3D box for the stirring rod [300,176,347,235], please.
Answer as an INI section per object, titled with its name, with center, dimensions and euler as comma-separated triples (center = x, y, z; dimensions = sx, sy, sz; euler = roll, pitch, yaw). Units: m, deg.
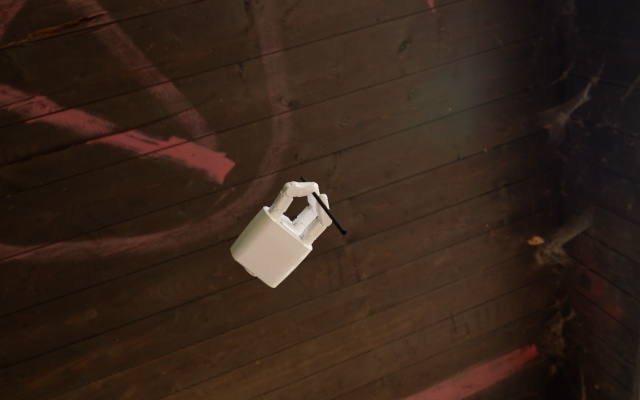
[stirring rod]
center = 0.000, 0.003, 0.838
dimensions = 0.011, 0.011, 0.239
euler = 0, 23, -19
